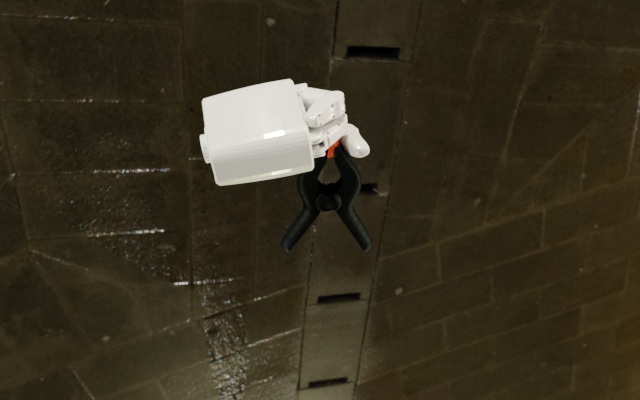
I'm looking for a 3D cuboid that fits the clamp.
[{"bbox_3d":[0.000,0.002,0.596,0.120,0.172,0.039,-11,31,-4],"label":"clamp"}]
